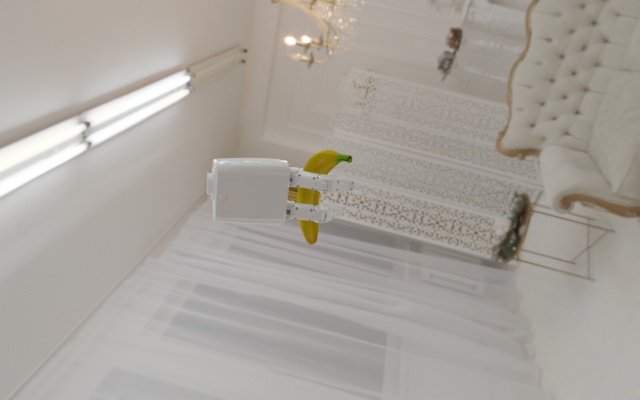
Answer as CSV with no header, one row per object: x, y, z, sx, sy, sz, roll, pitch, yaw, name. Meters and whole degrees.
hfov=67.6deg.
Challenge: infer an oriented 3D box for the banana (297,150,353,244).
-0.009,-0.013,0.770,0.037,0.198,0.069,-14,52,-33,banana
